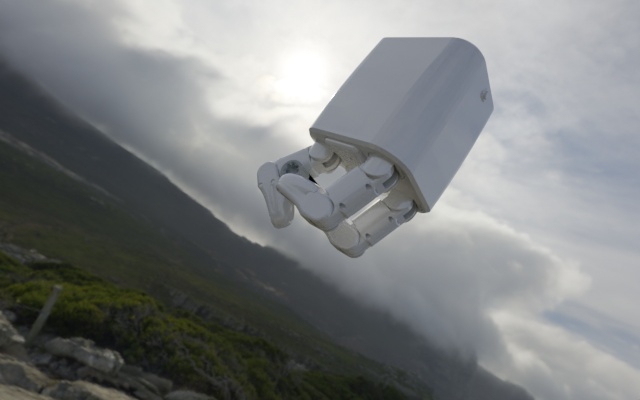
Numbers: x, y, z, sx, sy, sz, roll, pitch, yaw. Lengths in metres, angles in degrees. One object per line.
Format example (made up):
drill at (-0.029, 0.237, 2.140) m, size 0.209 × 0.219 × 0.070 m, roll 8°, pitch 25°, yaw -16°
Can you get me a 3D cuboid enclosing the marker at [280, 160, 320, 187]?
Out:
marker at (0.000, 0.001, 0.420) m, size 0.020 × 0.020 × 0.121 m, roll 0°, pitch -25°, yaw 25°
